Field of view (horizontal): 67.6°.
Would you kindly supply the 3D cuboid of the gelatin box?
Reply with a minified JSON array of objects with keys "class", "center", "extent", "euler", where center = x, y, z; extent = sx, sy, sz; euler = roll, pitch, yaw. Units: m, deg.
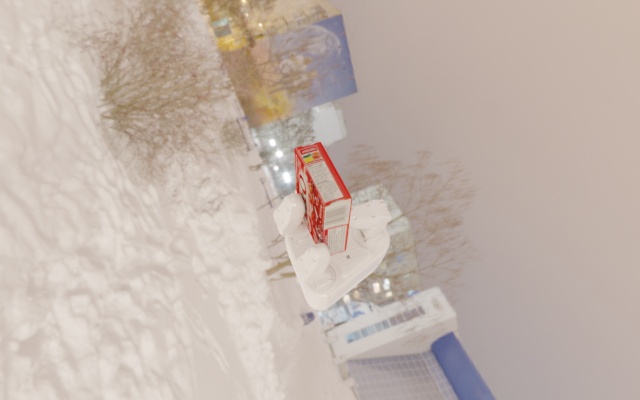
[{"class":"gelatin box","center":[0.001,0.001,0.453],"extent":[0.030,0.073,0.089],"euler":[-17,-35,-14]}]
